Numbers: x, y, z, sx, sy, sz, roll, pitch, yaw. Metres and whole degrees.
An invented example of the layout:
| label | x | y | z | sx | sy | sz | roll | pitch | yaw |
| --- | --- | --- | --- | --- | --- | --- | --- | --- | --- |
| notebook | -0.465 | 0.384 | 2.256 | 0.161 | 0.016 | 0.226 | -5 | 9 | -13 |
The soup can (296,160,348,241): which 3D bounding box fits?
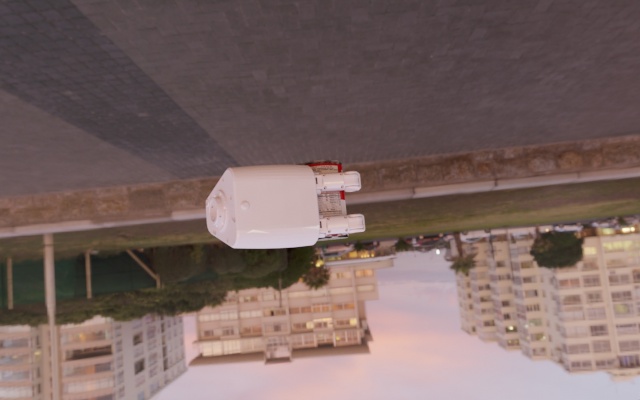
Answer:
| label | x | y | z | sx | sy | sz | roll | pitch | yaw |
| --- | --- | --- | --- | --- | --- | --- | --- | --- | --- |
| soup can | 0.000 | 0.002 | 0.641 | 0.068 | 0.102 | 0.068 | -5 | -6 | -1 |
